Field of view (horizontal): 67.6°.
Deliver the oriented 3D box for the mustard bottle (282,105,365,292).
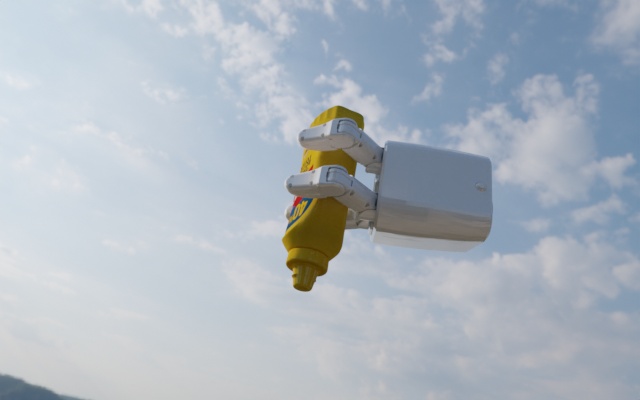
[{"bbox_3d":[0.000,0.001,0.493,0.058,0.191,0.096,21,-31,-16],"label":"mustard bottle"}]
